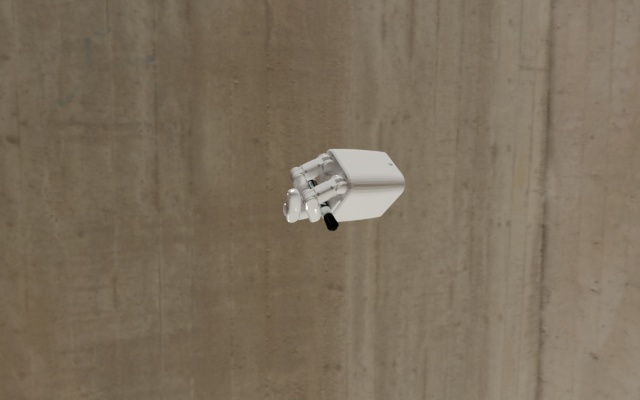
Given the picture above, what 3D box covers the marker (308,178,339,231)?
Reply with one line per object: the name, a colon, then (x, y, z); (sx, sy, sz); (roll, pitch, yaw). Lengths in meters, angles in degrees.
marker: (0.000, 0.002, 0.760); (0.020, 0.020, 0.121); (0, 42, -29)
